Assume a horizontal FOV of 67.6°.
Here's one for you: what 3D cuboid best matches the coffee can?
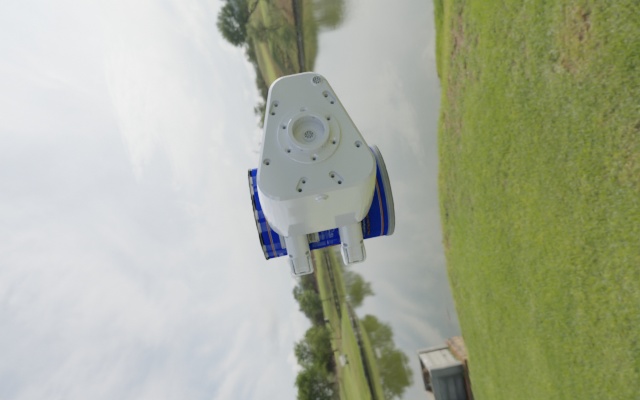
[{"bbox_3d":[0.000,0.002,0.524,0.140,0.103,0.103,-11,0,-3],"label":"coffee can"}]
